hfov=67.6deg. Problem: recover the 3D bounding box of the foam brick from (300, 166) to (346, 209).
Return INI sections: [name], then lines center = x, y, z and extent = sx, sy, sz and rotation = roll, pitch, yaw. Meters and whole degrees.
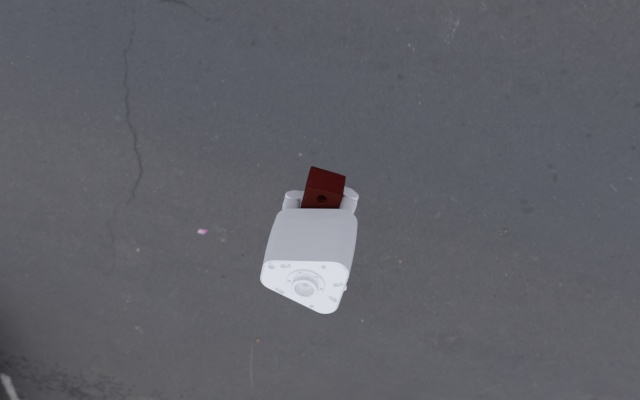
[foam brick]
center = 0.000, 0.002, 0.672
extent = 0.053, 0.078, 0.051
rotation = 14, 35, -1
